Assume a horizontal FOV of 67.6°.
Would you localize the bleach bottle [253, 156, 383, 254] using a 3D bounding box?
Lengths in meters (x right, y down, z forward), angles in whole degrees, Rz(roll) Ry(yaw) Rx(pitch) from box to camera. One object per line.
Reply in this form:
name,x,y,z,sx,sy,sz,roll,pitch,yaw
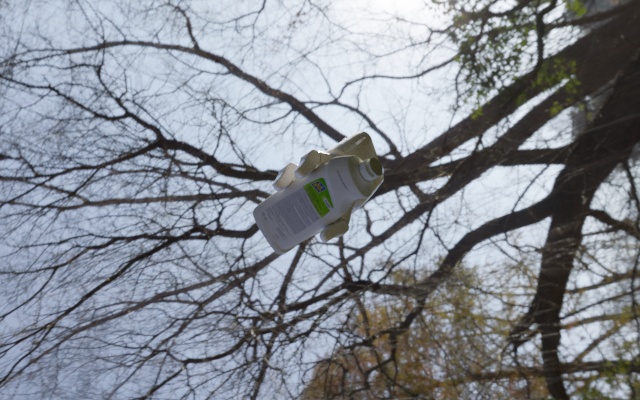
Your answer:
bleach bottle,0.000,0.002,0.762,0.251,0.102,0.068,-27,8,41
